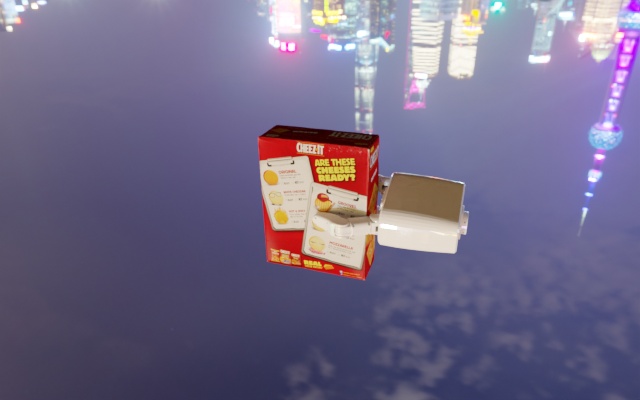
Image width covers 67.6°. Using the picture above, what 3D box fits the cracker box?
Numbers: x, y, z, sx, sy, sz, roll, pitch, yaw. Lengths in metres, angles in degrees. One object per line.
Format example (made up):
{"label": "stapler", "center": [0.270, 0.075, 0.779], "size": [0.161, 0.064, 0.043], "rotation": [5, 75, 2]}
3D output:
{"label": "cracker box", "center": [0.000, 0.003, 0.717], "size": [0.164, 0.214, 0.072], "rotation": [8, 28, 17]}
